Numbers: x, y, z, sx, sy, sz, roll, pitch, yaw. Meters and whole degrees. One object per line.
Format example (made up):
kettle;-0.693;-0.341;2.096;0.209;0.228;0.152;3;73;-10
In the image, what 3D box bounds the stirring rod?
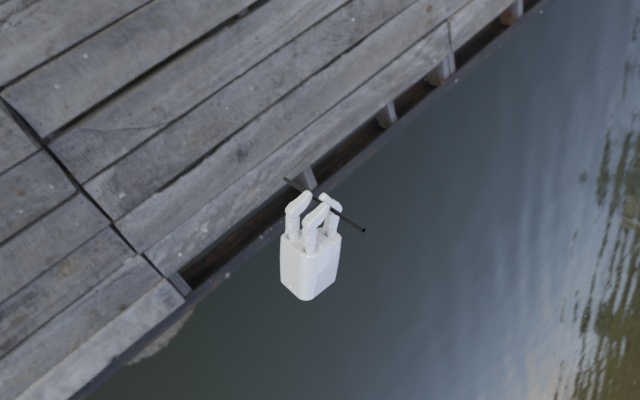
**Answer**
stirring rod;0.000;0.003;0.885;0.011;0.011;0.239;0;23;-41
